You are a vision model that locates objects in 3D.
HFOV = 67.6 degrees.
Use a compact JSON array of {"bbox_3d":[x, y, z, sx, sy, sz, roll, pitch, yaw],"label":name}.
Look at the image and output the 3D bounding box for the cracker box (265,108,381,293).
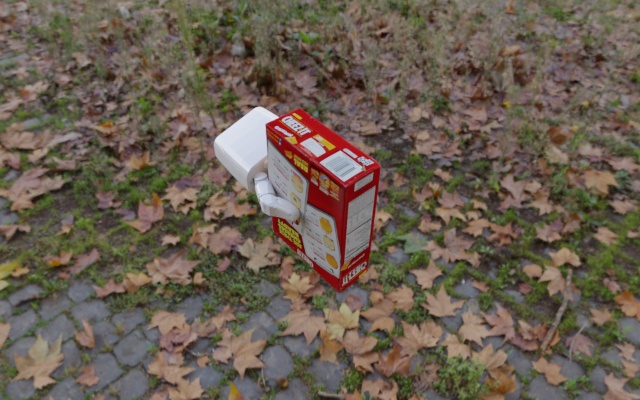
[{"bbox_3d":[0.000,0.002,0.678,0.072,0.214,0.164,-31,52,-28],"label":"cracker box"}]
